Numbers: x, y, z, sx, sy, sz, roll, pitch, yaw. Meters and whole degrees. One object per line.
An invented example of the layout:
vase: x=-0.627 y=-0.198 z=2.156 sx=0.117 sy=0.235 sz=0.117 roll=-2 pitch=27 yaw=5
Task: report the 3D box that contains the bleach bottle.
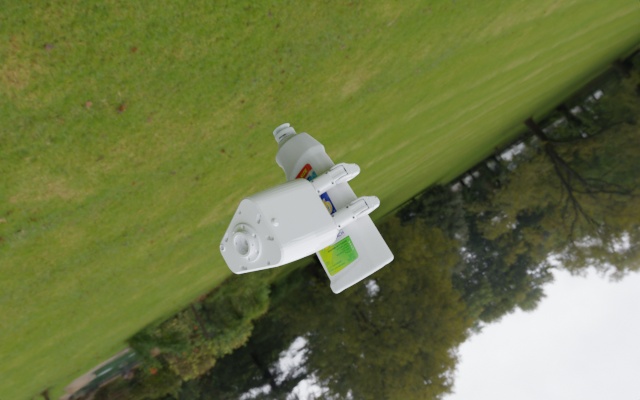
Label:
bleach bottle: x=0.000 y=0.002 z=0.700 sx=0.103 sy=0.251 sz=0.068 roll=-39 pitch=-12 yaw=38
